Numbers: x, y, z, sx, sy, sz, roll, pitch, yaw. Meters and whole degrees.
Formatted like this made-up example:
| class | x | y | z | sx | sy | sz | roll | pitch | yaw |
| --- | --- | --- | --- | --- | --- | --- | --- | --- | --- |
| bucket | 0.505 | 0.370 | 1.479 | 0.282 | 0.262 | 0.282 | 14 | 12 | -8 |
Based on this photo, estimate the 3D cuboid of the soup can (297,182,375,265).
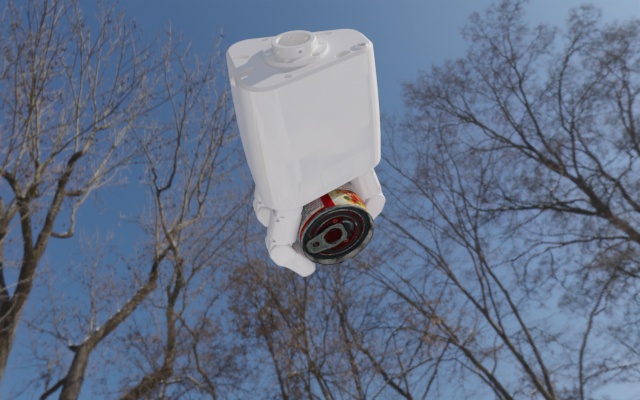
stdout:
| class | x | y | z | sx | sy | sz | roll | pitch | yaw |
| --- | --- | --- | --- | --- | --- | --- | --- | --- | --- |
| soup can | 0.000 | 0.002 | 0.451 | 0.068 | 0.068 | 0.102 | 0 | 37 | -23 |
